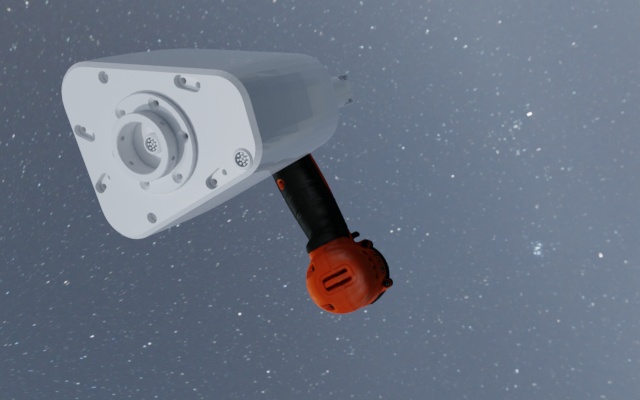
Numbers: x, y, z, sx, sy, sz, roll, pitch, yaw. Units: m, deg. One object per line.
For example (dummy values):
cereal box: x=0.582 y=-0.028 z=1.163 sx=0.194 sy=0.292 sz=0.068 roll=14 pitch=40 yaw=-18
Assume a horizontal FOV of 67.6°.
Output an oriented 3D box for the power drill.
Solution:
power drill: x=0.000 y=0.001 z=0.401 sx=0.057 sy=0.187 sz=0.184 roll=-30 pitch=-11 yaw=5
